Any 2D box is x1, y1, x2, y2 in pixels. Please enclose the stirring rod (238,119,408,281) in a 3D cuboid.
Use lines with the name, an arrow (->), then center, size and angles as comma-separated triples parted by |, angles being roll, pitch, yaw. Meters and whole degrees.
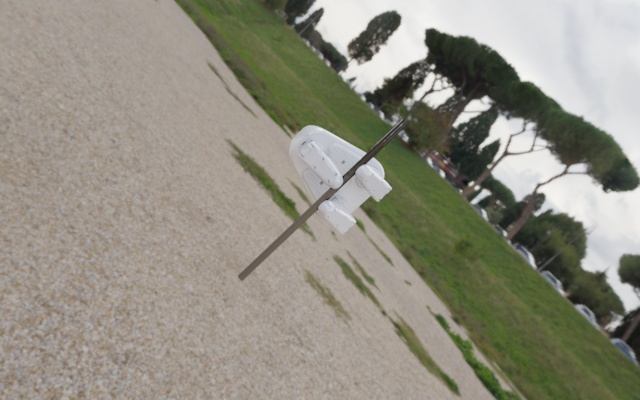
stirring rod -> 0.000, 0.002, 0.504 | 0.239, 0.011, 0.011 | -43, -6, 6
